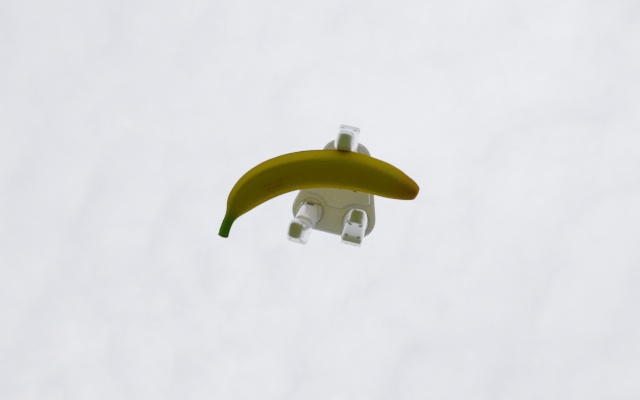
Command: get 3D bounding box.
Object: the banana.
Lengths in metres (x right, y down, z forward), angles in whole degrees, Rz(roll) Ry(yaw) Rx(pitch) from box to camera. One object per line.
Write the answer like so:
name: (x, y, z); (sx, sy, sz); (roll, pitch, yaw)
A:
banana: (-0.007, -0.016, 0.464); (0.198, 0.069, 0.037); (-12, 0, 6)
